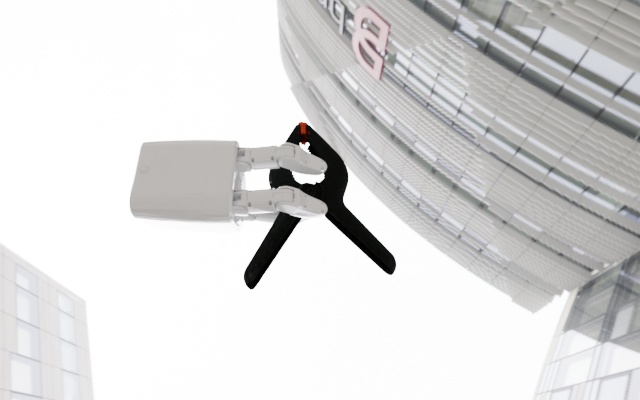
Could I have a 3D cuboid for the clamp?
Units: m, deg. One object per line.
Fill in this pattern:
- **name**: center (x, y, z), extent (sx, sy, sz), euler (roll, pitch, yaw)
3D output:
- **clamp**: center (0.000, 0.002, 0.553), extent (0.164, 0.209, 0.036), euler (2, -28, -4)
